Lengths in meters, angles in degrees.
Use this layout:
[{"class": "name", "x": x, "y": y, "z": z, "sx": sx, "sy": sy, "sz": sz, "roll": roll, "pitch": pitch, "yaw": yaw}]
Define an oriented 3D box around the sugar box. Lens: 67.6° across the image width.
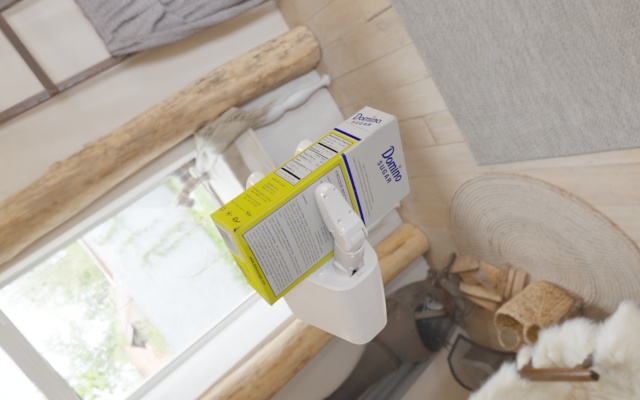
[{"class": "sugar box", "x": 0.000, "y": 0.001, "z": 0.423, "sx": 0.176, "sy": 0.093, "sz": 0.048, "roll": -38, "pitch": 43, "yaw": -22}]
